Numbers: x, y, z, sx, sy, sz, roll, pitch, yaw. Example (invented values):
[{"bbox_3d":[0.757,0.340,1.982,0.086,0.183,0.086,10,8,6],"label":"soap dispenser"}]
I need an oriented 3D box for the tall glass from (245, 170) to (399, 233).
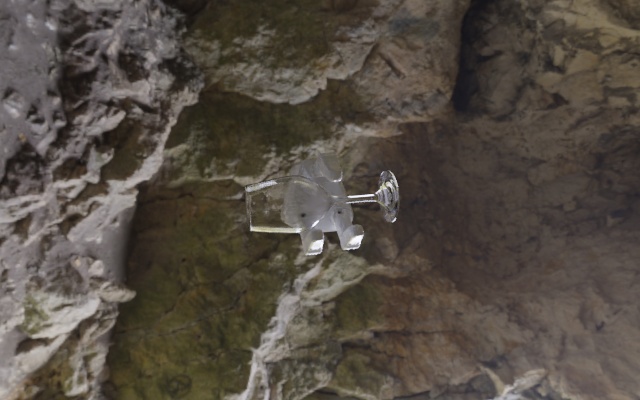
[{"bbox_3d":[0.001,0.002,0.652,0.201,0.079,0.079,-5,1,-14],"label":"tall glass"}]
